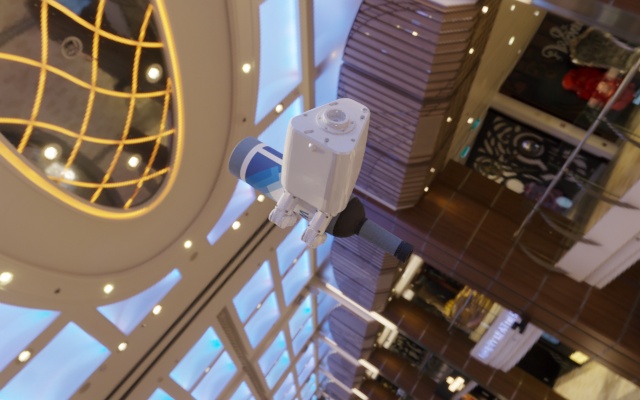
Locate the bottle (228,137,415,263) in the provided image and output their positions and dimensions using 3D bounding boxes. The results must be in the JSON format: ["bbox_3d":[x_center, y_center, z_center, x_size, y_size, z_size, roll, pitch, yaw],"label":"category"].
[{"bbox_3d":[0.000,0.002,0.689,0.295,0.069,0.069,31,11,18],"label":"bottle"}]
